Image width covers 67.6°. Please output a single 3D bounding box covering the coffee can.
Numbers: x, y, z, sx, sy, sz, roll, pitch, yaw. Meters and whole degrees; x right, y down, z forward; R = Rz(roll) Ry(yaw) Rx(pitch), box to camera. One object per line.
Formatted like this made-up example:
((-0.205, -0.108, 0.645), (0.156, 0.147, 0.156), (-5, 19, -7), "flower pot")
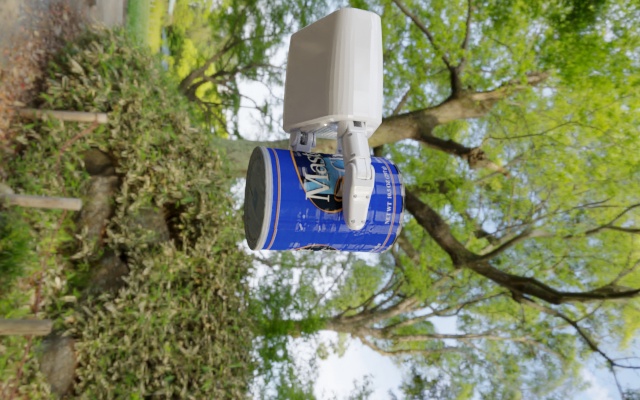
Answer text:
((0.000, 0.002, 0.489), (0.140, 0.103, 0.103), (3, -1, -19), "coffee can")
